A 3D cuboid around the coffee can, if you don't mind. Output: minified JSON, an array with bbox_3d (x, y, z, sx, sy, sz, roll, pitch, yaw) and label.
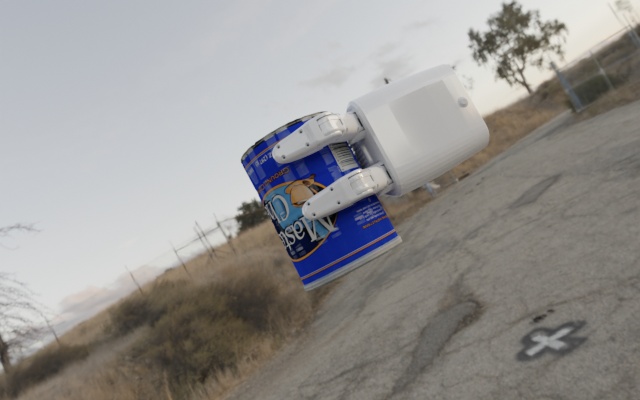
[{"bbox_3d":[0.000,0.002,0.459,0.103,0.140,0.103,-27,-6,-3],"label":"coffee can"}]
